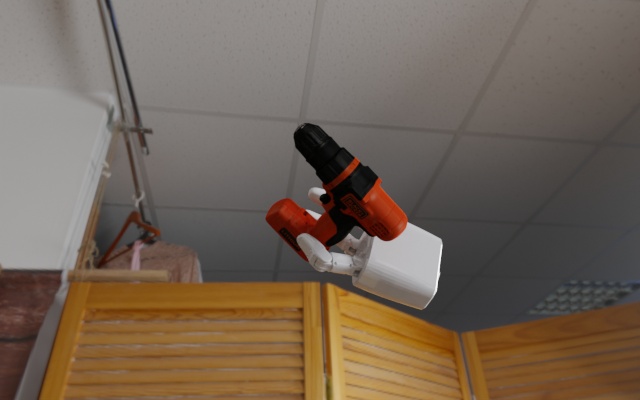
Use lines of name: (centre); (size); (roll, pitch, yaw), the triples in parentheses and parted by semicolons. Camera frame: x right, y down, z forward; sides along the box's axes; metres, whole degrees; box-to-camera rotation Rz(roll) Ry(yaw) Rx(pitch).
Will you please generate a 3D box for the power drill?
power drill: (0.000, 0.002, 0.644); (0.057, 0.184, 0.188); (-48, 8, -38)
